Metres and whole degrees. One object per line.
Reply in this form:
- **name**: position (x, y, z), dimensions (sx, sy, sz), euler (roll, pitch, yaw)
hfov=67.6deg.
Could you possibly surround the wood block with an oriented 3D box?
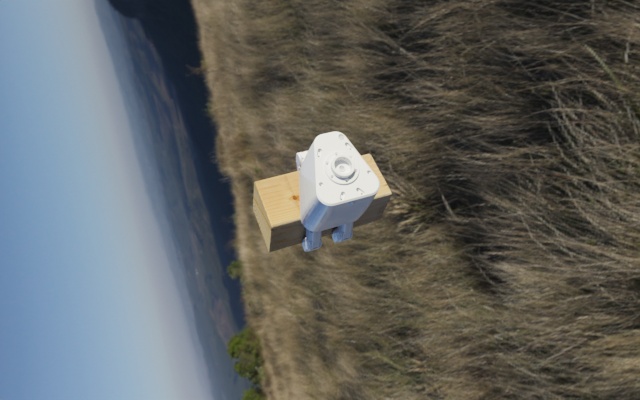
- **wood block**: position (0.000, 0.002, 0.798), dimensions (0.206, 0.090, 0.090), euler (-15, -30, -18)
